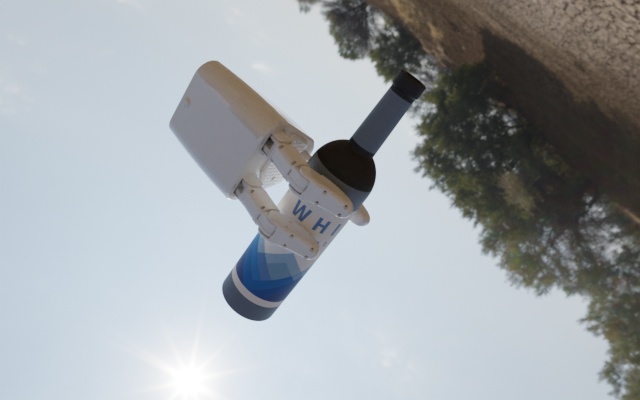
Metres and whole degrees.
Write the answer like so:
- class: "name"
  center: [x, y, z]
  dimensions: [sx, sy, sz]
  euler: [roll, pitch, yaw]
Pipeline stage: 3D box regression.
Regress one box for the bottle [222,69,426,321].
- class: "bottle"
  center: [0.000, 0.002, 0.473]
  dimensions: [0.069, 0.296, 0.069]
  euler: [30, 26, -16]
